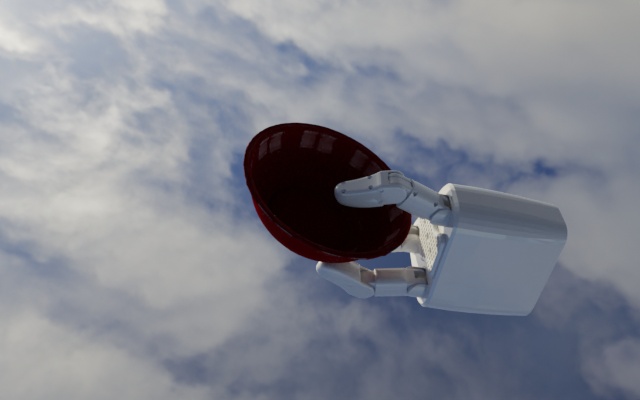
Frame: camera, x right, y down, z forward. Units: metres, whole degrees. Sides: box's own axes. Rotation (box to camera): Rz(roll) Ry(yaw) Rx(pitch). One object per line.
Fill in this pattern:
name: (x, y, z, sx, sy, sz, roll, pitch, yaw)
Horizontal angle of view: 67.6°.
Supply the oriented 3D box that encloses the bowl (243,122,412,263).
bowl: (-0.001, 0.001, 0.439, 0.162, 0.162, 0.055, 0, -41, -31)
